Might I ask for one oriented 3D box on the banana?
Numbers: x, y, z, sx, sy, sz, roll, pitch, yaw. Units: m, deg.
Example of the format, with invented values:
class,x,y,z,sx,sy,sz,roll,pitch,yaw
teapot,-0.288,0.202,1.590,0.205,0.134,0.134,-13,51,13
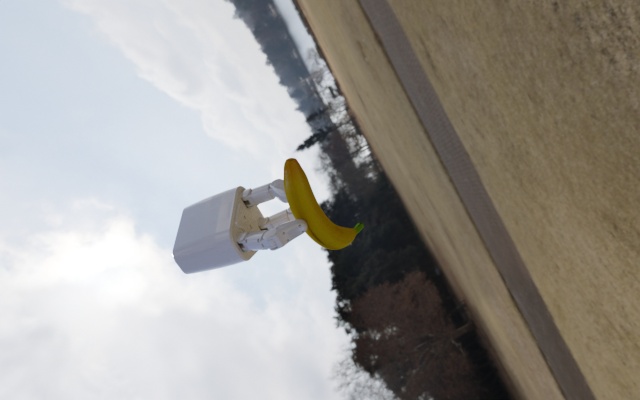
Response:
class,x,y,z,sx,sy,sz,roll,pitch,yaw
banana,-0.003,0.020,0.666,0.037,0.069,0.198,-3,-31,33
